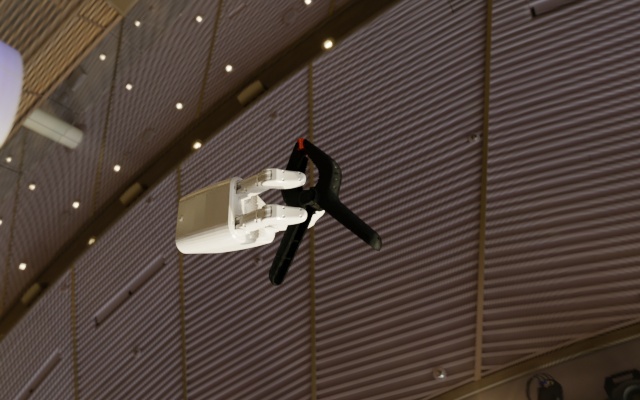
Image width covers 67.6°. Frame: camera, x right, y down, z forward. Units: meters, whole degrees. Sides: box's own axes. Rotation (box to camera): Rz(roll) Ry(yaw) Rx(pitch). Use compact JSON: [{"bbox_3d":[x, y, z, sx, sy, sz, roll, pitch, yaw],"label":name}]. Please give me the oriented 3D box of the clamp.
[{"bbox_3d":[0.000,0.002,0.656,0.164,0.210,0.036,-15,-29,25],"label":"clamp"}]
